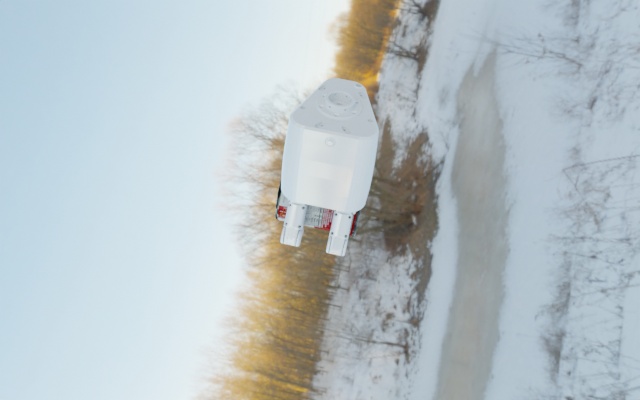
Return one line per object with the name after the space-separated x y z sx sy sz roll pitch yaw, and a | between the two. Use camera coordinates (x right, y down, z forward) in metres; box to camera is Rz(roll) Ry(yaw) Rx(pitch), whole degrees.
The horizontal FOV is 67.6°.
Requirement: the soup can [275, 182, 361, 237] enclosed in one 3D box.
0.000 0.002 0.599 0.102 0.068 0.068 12 0 3 | soup can
